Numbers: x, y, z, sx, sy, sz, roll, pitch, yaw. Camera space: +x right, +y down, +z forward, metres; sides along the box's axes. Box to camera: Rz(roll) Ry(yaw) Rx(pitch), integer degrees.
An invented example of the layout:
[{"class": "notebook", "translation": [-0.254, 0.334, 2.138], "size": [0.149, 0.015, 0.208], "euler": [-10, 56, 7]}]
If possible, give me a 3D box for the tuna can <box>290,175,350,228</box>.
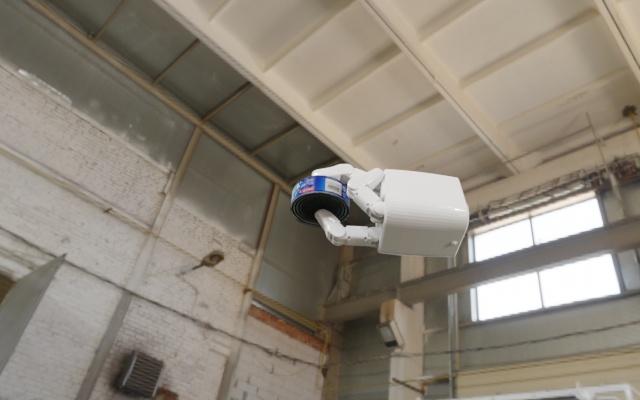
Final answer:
[{"class": "tuna can", "translation": [0.000, 0.002, 0.692], "size": [0.086, 0.033, 0.086], "euler": [2, -37, 2]}]
